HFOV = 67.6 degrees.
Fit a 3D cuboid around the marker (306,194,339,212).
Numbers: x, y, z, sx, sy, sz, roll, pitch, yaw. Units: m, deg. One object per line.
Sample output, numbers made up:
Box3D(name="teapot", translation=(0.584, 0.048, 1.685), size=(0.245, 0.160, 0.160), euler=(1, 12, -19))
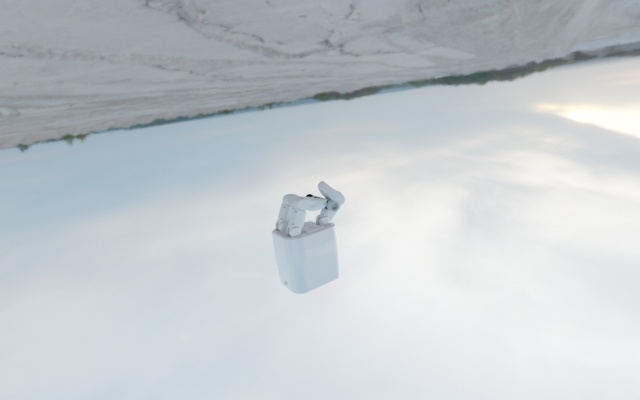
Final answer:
Box3D(name="marker", translation=(0.000, 0.003, 0.892), size=(0.020, 0.020, 0.121), euler=(0, 7, -25))
